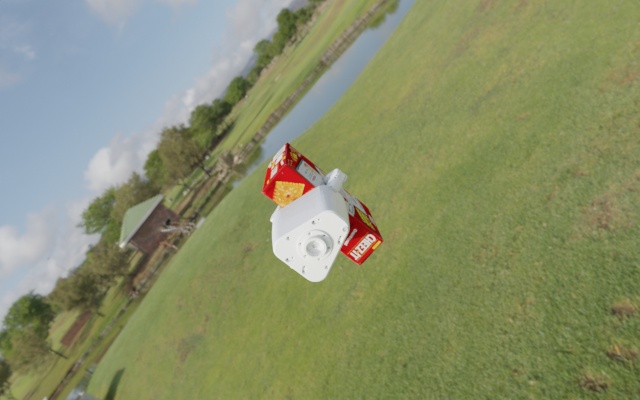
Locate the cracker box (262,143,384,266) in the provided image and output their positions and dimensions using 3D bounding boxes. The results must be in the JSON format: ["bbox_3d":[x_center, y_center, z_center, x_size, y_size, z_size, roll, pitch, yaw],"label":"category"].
[{"bbox_3d":[0.000,0.003,0.854,0.214,0.072,0.164,39,13,-15],"label":"cracker box"}]
